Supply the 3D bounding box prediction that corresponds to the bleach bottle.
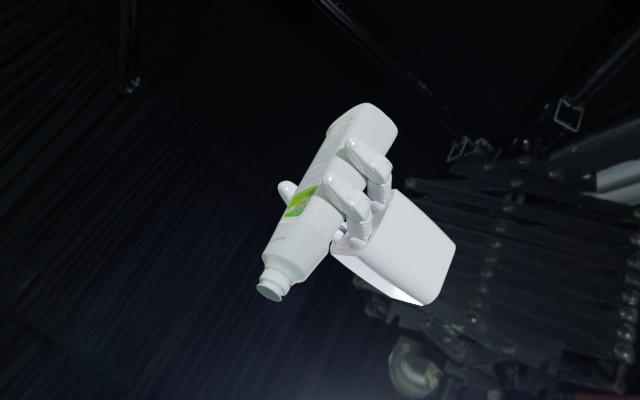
[{"bbox_3d":[0.000,0.002,0.540,0.068,0.250,0.102,39,-32,-13],"label":"bleach bottle"}]
